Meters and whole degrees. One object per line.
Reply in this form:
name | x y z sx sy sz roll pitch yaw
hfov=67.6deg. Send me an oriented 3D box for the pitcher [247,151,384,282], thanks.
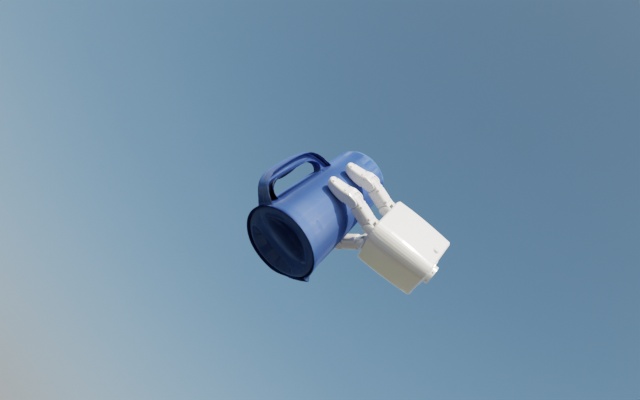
pitcher | 0.000 0.003 0.793 0.145 0.149 0.242 37 47 14
